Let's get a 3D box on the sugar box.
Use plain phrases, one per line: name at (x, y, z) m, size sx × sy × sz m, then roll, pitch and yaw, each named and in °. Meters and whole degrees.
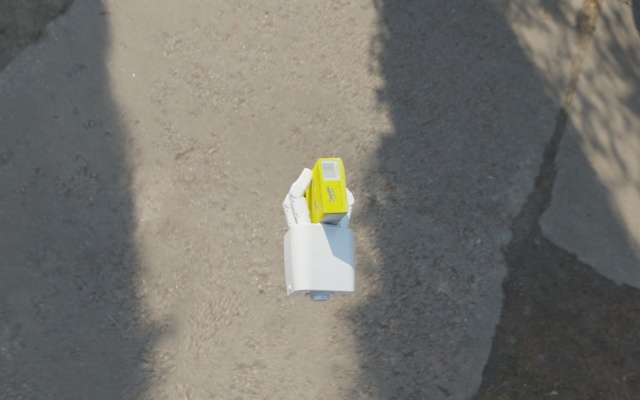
sugar box at (0.000, 0.003, 0.820) m, size 0.048 × 0.093 × 0.176 m, roll -1°, pitch -18°, yaw -16°
